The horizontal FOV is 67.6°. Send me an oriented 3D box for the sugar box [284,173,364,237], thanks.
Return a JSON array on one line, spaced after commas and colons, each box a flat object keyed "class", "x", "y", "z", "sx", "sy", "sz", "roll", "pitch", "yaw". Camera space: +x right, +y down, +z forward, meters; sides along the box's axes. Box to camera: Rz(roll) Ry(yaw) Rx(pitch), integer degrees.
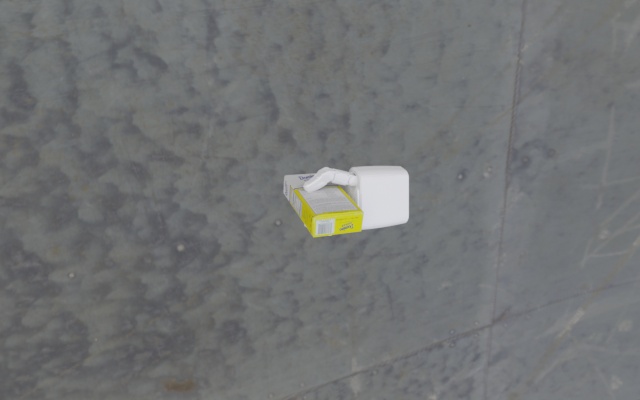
[{"class": "sugar box", "x": 0.000, "y": 0.003, "z": 0.876, "sx": 0.093, "sy": 0.048, "sz": 0.176, "roll": -5, "pitch": 25, "yaw": -19}]
